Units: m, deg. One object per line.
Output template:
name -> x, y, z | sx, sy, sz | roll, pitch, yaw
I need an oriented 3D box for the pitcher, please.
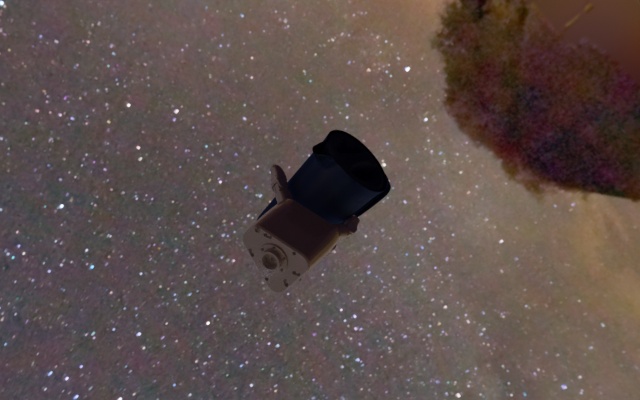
pitcher -> 0.000, 0.003, 0.861 | 0.243, 0.149, 0.145 | -43, 1, 31
